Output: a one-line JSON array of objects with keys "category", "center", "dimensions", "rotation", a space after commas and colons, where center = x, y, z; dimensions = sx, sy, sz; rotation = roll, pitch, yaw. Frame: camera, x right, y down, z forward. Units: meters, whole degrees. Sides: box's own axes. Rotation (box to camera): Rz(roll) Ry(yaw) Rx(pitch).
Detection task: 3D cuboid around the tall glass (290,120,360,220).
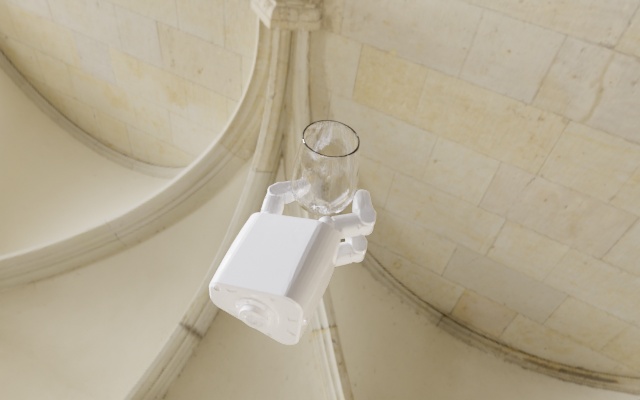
[{"category": "tall glass", "center": [0.000, 0.002, 0.575], "dimensions": [0.079, 0.079, 0.201], "rotation": [0, -43, -9]}]
